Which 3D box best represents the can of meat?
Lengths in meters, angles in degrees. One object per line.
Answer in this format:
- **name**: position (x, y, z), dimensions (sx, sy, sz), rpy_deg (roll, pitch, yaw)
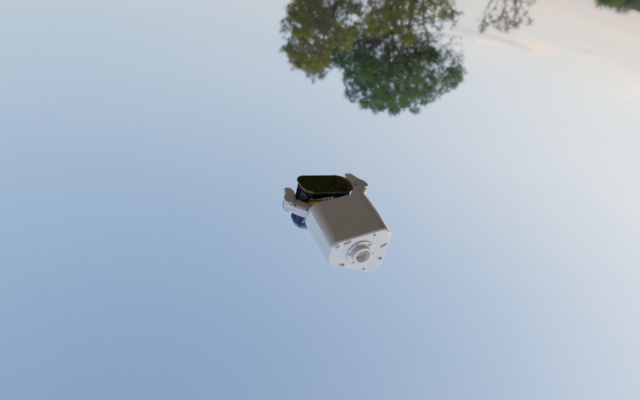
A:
- **can of meat**: position (0.000, 0.003, 0.883), dimensions (0.102, 0.084, 0.057), rpy_deg (-2, 34, -25)
